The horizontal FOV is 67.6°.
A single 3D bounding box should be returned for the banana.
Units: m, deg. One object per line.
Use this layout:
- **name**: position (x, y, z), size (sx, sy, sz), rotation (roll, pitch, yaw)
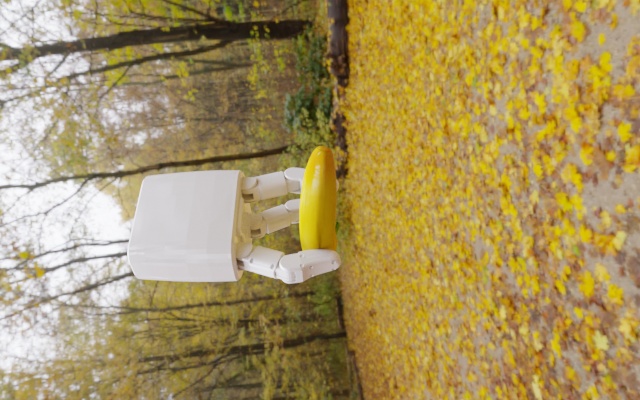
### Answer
- **banana**: position (-0.001, 0.020, 0.487), size (0.037, 0.069, 0.198), rotation (4, -23, 4)
